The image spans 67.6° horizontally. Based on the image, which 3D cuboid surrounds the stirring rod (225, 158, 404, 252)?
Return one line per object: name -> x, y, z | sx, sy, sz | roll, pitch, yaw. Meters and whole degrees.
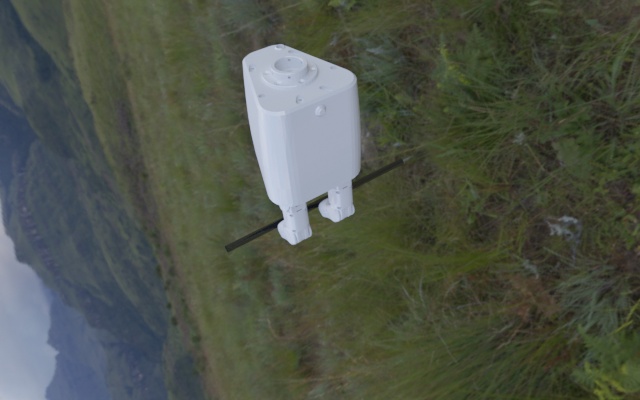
stirring rod -> 0.000, 0.002, 0.554 | 0.239, 0.011, 0.011 | -27, 10, -20
